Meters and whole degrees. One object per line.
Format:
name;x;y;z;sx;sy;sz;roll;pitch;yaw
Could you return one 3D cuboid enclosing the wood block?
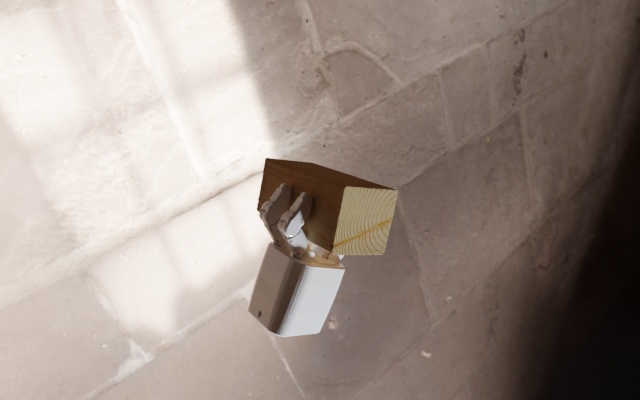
wood block;0.000;0.003;0.680;0.091;0.090;0.206;4;12;-36
